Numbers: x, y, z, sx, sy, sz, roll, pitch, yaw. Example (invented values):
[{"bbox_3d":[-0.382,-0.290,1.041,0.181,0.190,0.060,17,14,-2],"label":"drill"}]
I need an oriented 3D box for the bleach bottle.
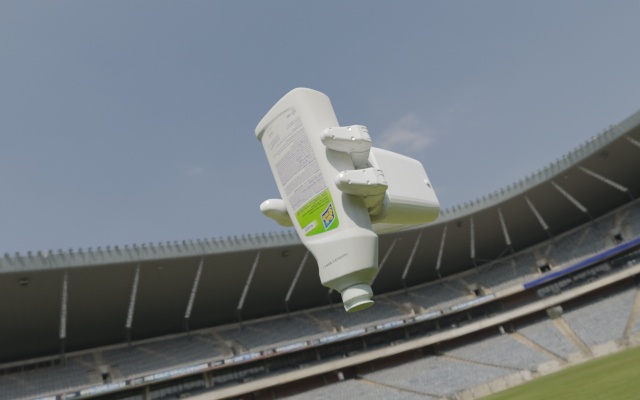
[{"bbox_3d":[0.000,0.002,0.530,0.068,0.250,0.103,6,-33,-41],"label":"bleach bottle"}]
